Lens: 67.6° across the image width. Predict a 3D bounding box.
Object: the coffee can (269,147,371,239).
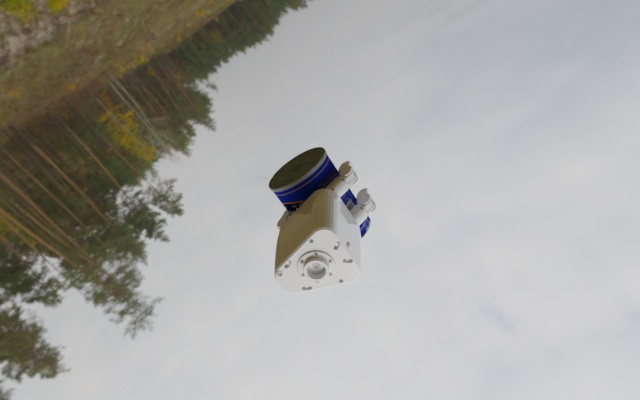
[{"bbox_3d":[0.000,0.002,0.749,0.103,0.140,0.102,-29,23,14],"label":"coffee can"}]
